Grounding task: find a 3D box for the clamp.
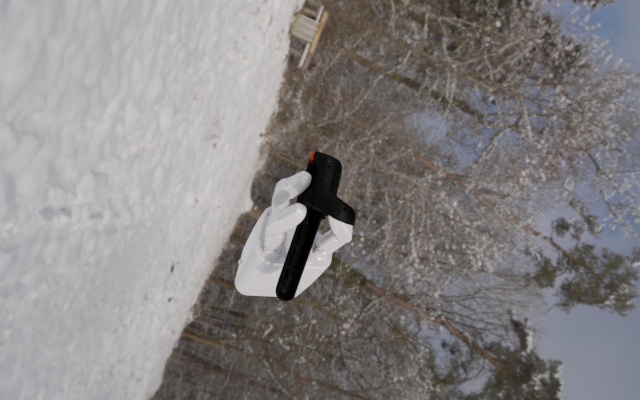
[{"bbox_3d":[0.001,0.002,0.593,0.036,0.209,0.165,24,-44,-17],"label":"clamp"}]
